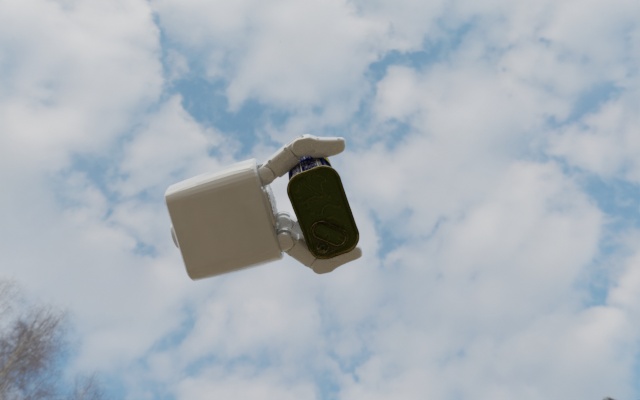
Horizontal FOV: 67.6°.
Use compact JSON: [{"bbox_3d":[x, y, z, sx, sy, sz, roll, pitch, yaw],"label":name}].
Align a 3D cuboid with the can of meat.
[{"bbox_3d":[0.000,0.002,0.537,0.057,0.102,0.084,-20,19,1],"label":"can of meat"}]
